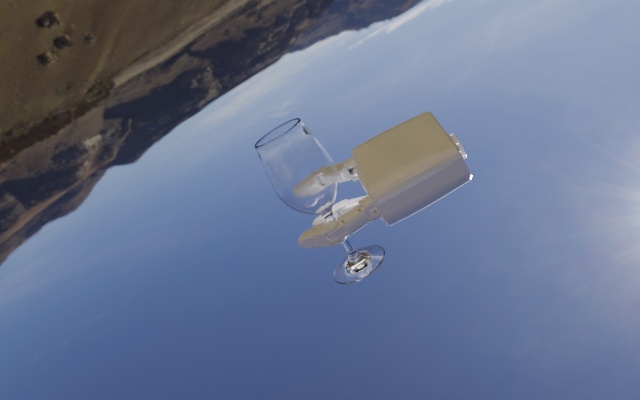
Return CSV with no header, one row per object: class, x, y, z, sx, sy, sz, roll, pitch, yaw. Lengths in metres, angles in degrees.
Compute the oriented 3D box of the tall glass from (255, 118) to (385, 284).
tall glass,0.000,0.003,0.577,0.079,0.201,0.079,-28,20,11
